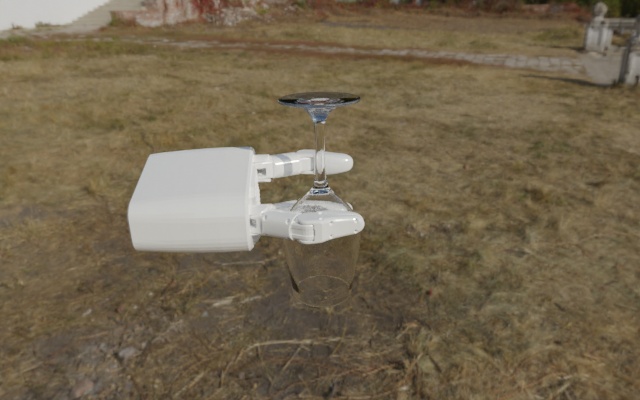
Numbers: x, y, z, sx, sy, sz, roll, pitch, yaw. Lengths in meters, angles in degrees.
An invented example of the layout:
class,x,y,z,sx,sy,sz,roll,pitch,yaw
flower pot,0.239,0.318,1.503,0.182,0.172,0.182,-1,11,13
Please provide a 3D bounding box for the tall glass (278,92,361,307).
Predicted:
class,x,y,z,sx,sy,sz,roll,pitch,yaw
tall glass,0.000,0.001,0.462,0.079,0.201,0.079,-1,21,0
